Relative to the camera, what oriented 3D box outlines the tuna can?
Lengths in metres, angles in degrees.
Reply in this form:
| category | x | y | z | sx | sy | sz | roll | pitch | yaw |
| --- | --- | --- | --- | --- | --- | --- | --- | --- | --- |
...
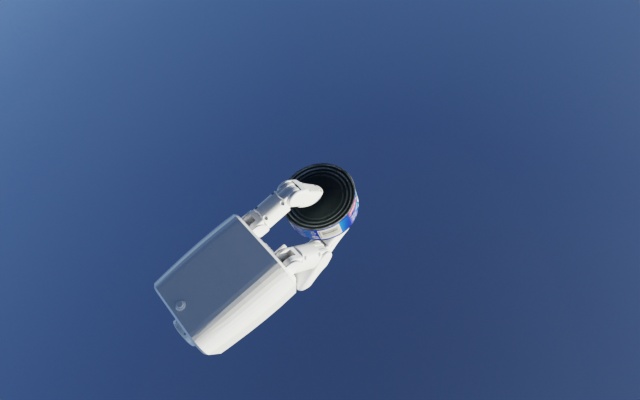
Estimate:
| category | x | y | z | sx | sy | sz | roll | pitch | yaw |
| --- | --- | --- | --- | --- | --- | --- | --- | --- | --- |
| tuna can | 0.000 | 0.002 | 0.547 | 0.086 | 0.086 | 0.034 | 0 | -29 | 15 |
